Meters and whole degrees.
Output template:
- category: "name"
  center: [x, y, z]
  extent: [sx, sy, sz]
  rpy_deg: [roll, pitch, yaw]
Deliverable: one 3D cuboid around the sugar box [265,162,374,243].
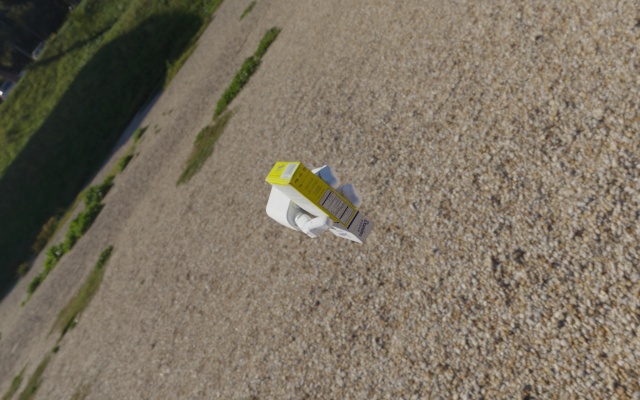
- category: "sugar box"
  center: [0.000, 0.002, 0.802]
  extent: [0.176, 0.048, 0.093]
  rpy_deg: [37, -12, -27]
